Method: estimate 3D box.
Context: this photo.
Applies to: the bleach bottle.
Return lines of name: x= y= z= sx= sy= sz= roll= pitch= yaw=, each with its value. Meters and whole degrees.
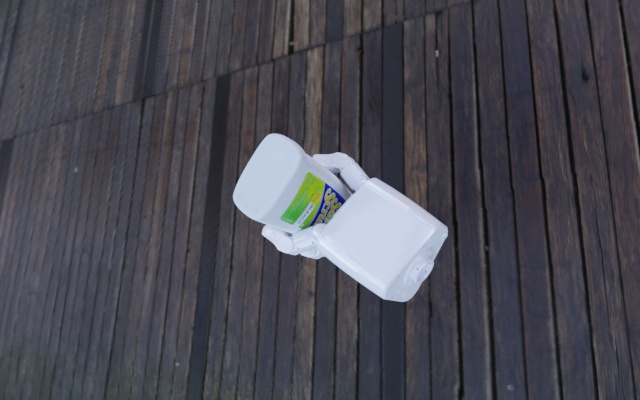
bleach bottle: x=0.000 y=0.002 z=0.633 sx=0.068 sy=0.102 sz=0.251 roll=36 pitch=7 yaw=33
